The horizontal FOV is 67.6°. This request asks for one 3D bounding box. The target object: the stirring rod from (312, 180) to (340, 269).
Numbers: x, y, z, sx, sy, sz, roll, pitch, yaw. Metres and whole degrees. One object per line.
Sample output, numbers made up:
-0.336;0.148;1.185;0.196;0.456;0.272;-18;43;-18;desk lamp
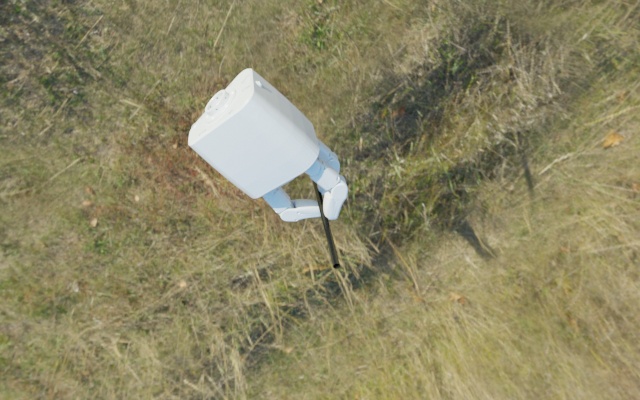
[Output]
0.000;0.002;0.626;0.011;0.011;0.239;0;36;-11;stirring rod
